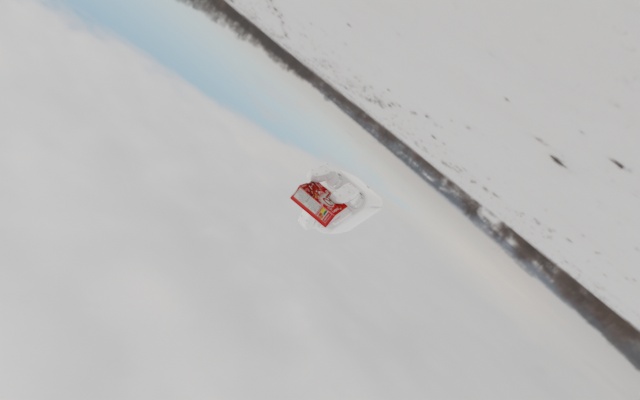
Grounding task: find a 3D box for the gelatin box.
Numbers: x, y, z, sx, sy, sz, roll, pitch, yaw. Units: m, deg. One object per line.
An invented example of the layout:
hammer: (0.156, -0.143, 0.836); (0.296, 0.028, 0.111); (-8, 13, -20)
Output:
gelatin box: (0.000, 0.003, 0.769); (0.073, 0.030, 0.089); (40, 17, 8)
